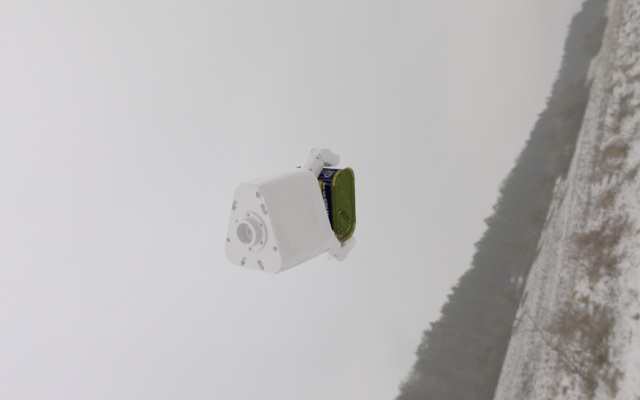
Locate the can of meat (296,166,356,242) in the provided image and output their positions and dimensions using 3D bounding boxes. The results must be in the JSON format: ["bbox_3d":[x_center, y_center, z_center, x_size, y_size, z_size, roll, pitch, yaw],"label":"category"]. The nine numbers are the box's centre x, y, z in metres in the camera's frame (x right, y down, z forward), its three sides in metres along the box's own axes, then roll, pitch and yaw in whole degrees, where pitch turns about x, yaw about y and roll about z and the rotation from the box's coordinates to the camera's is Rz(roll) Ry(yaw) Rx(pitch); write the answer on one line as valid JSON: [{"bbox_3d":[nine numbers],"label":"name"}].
[{"bbox_3d":[0.000,0.002,0.681,0.084,0.102,0.057,6,18,31],"label":"can of meat"}]
